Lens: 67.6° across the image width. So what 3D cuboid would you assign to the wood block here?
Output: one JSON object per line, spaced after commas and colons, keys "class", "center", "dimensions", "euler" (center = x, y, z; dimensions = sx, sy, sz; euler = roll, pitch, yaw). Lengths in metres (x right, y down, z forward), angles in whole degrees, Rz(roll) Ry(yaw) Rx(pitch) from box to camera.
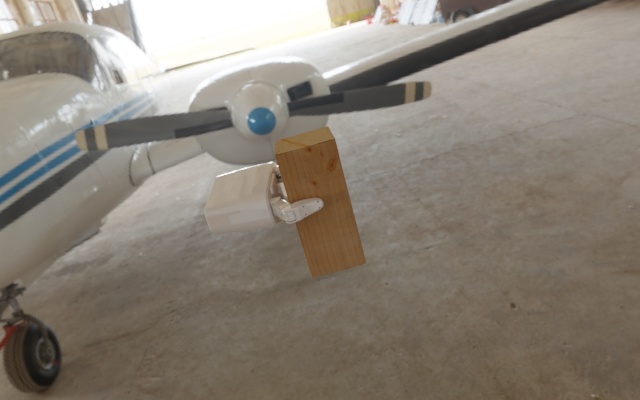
{"class": "wood block", "center": [0.000, 0.003, 0.746], "dimensions": [0.090, 0.206, 0.090], "euler": [-15, 21, 1]}
